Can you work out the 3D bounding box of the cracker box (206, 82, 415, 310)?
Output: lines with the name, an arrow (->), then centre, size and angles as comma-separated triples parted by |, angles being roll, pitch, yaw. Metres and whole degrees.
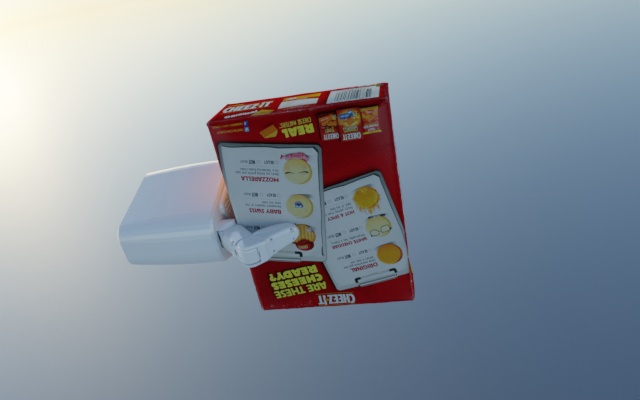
cracker box -> 0.000, 0.001, 0.478 | 0.164, 0.214, 0.072 | -6, 27, 12
